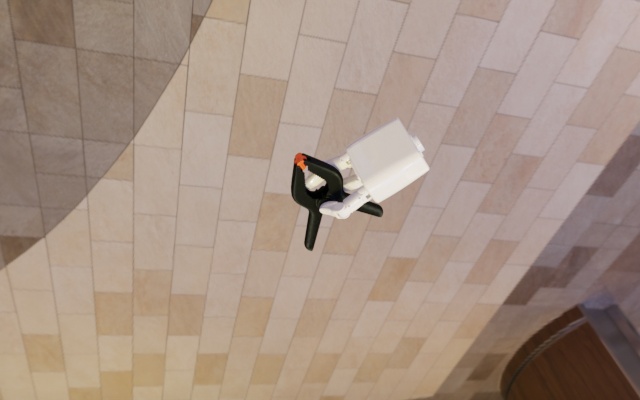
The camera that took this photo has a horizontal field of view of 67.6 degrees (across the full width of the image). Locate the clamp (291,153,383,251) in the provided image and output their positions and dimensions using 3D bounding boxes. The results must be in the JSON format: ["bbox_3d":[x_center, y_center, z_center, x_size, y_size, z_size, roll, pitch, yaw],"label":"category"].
[{"bbox_3d":[0.000,0.003,0.859,0.164,0.036,0.210,-33,-51,11],"label":"clamp"}]
